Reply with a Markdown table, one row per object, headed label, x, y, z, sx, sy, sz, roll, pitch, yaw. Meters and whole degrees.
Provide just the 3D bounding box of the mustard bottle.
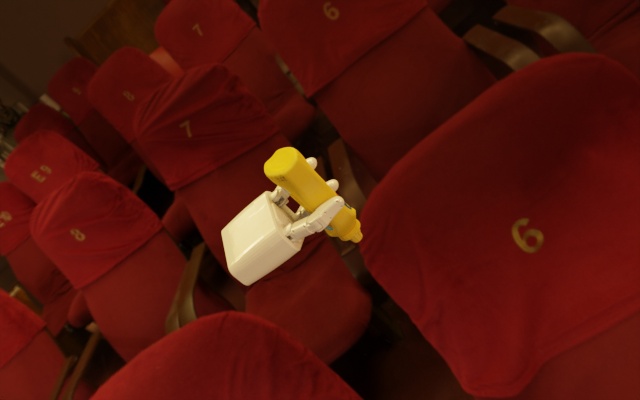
| label | x | y | z | sx | sy | sz | roll | pitch | yaw |
| --- | --- | --- | --- | --- | --- | --- | --- | --- | --- |
| mustard bottle | 0.000 | 0.002 | 0.737 | 0.192 | 0.058 | 0.096 | 45 | -9 | -26 |
